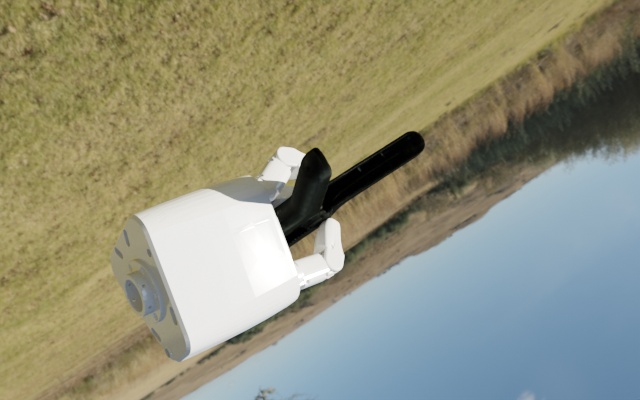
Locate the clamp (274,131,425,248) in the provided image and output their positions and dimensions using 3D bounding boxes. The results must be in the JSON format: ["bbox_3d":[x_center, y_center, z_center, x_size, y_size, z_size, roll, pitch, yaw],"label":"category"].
[{"bbox_3d":[0.000,0.003,0.466,0.164,0.036,0.210,-19,-18,-42],"label":"clamp"}]
